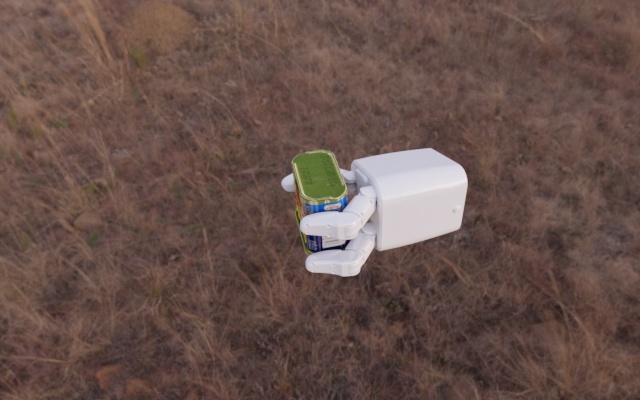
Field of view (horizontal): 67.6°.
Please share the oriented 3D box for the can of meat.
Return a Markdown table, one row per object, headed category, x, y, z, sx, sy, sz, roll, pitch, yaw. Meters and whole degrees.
| category | x | y | z | sx | sy | sz | roll | pitch | yaw |
| --- | --- | --- | --- | --- | --- | --- | --- | --- | --- |
| can of meat | 0.000 | 0.002 | 0.556 | 0.057 | 0.084 | 0.102 | -10 | 39 | -7 |
